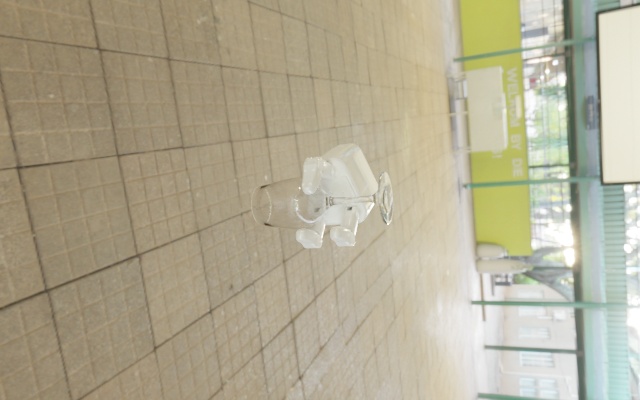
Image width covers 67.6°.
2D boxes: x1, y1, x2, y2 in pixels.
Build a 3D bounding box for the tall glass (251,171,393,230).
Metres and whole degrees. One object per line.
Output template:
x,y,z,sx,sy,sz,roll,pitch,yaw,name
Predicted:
0.001,0.002,0.701,0.201,0.079,0.079,-4,-2,22,tall glass
